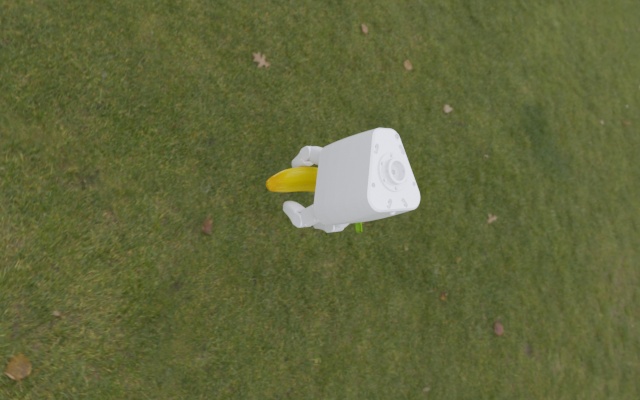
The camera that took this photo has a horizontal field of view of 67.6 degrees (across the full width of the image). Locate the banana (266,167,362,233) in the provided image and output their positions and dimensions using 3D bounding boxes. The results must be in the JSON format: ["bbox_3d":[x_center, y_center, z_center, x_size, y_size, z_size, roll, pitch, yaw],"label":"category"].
[{"bbox_3d":[0.007,-0.014,0.735,0.198,0.069,0.037,26,-19,-33],"label":"banana"}]
